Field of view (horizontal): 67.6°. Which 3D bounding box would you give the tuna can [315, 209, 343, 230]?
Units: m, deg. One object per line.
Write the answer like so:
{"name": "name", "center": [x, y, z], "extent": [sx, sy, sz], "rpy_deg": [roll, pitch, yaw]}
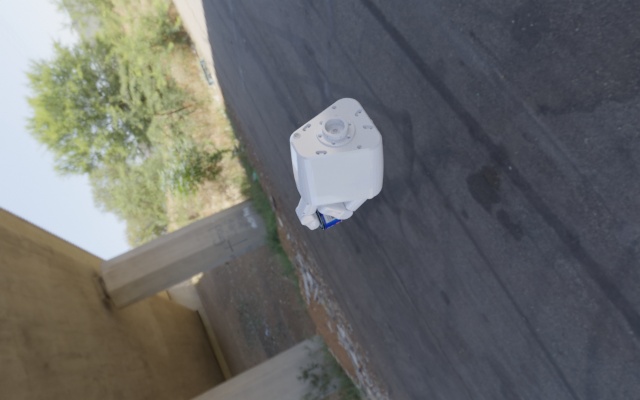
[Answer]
{"name": "tuna can", "center": [0.000, 0.003, 0.752], "extent": [0.034, 0.086, 0.086], "rpy_deg": [-27, 4, -8]}
